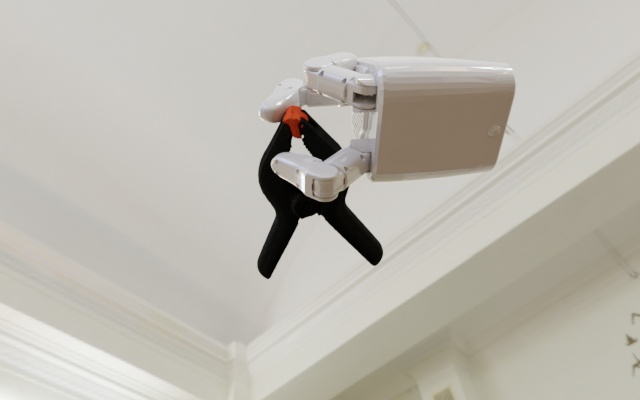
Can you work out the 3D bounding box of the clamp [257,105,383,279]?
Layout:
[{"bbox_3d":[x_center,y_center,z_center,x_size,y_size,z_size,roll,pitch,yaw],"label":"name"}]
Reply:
[{"bbox_3d":[0.000,0.001,0.424,0.120,0.172,0.039,-4,35,-7],"label":"clamp"}]
